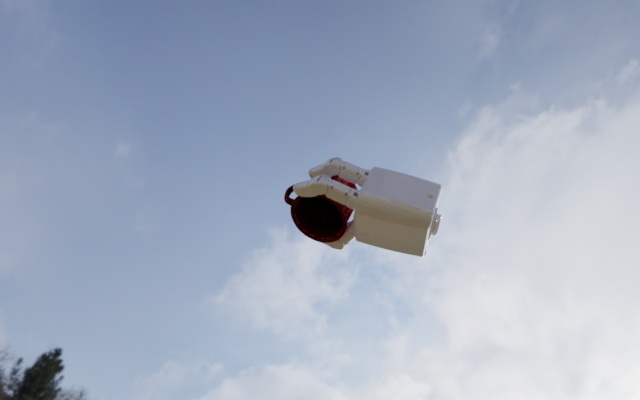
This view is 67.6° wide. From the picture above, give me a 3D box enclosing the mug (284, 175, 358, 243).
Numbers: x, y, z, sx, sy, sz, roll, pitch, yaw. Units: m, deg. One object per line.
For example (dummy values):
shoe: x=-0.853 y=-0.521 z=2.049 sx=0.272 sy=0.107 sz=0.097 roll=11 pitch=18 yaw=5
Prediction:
mug: x=-0.001 y=0.002 z=0.759 sx=0.117 sy=0.093 sz=0.081 roll=17 pitch=39 yaw=15
